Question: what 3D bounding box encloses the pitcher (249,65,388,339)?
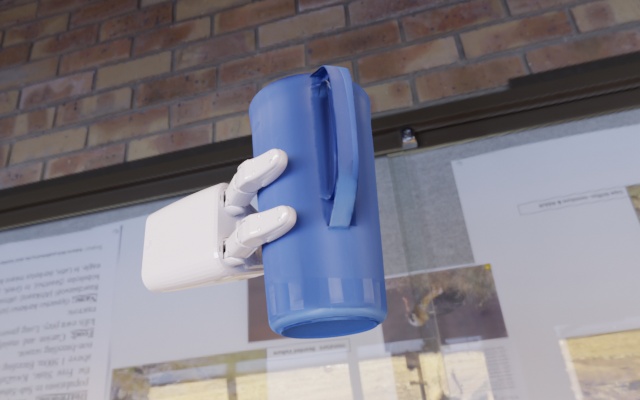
[{"bbox_3d":[0.000,0.002,0.468,0.145,0.242,0.149,-17,-27,24],"label":"pitcher"}]
